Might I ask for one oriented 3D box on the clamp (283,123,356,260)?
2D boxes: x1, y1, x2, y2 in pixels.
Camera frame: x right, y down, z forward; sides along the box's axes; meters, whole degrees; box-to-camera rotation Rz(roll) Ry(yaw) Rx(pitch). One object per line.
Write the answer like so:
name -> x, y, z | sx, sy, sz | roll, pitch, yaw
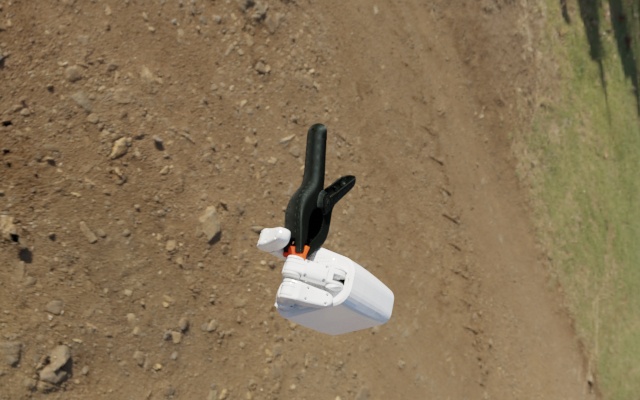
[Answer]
clamp -> 0.000, 0.002, 0.610 | 0.039, 0.171, 0.120 | 1, -26, 38
